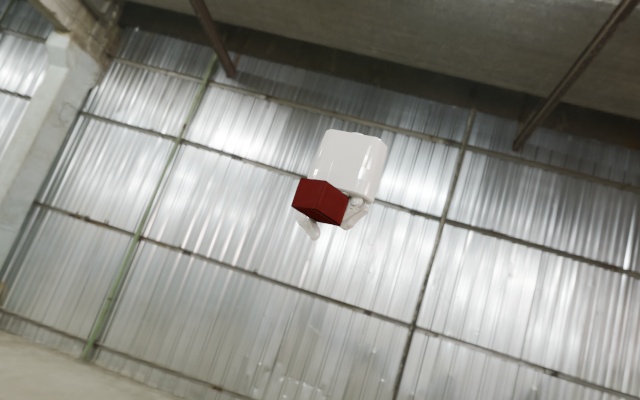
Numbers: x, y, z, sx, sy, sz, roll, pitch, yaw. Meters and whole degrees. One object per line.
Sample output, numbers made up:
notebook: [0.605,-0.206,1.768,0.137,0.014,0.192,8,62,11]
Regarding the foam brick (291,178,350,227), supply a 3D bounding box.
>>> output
foam brick: [0.000,0.002,0.765,0.053,0.051,0.078,9,-15,37]
